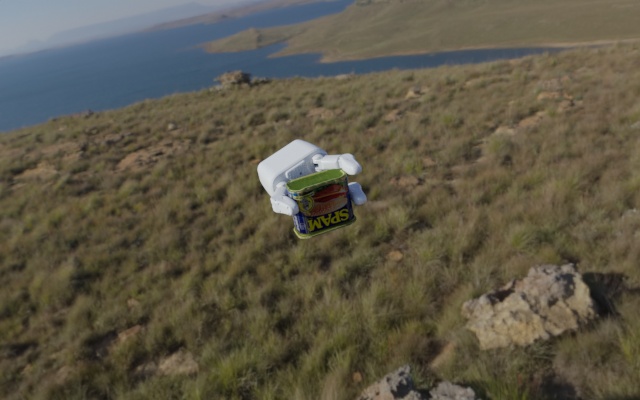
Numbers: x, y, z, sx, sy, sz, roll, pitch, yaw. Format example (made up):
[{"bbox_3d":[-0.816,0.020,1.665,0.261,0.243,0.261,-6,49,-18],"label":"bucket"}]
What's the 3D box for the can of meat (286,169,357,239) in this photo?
[{"bbox_3d":[0.000,0.002,0.766,0.102,0.084,0.057,-17,24,-13],"label":"can of meat"}]
